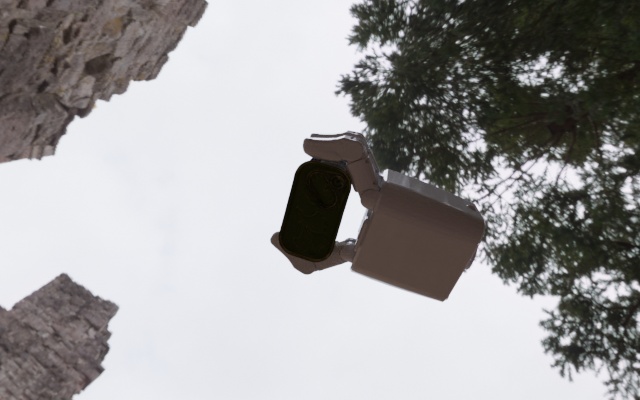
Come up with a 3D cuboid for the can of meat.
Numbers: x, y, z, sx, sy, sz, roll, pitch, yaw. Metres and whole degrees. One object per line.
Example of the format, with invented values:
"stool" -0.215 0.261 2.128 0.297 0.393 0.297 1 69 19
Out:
"can of meat" 0.000 0.002 0.509 0.057 0.102 0.084 17 17 5
